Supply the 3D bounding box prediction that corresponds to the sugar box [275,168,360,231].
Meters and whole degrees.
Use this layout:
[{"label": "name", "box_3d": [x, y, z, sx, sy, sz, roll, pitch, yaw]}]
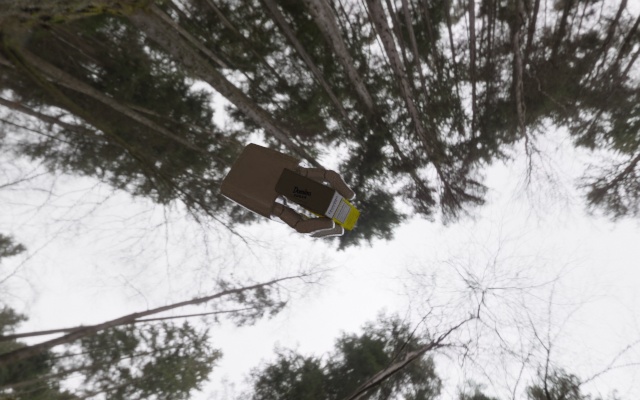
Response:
[{"label": "sugar box", "box_3d": [0.000, 0.003, 0.780, 0.093, 0.048, 0.176, 25, -1, 21]}]
